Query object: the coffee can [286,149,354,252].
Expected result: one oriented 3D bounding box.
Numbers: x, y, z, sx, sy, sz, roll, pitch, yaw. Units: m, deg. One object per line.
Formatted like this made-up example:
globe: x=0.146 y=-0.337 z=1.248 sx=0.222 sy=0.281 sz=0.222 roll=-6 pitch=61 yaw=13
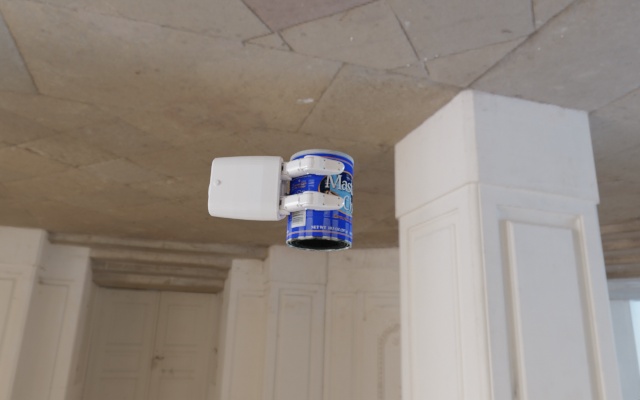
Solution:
coffee can: x=0.000 y=0.002 z=0.754 sx=0.103 sy=0.140 sz=0.103 roll=2 pitch=-16 yaw=1
